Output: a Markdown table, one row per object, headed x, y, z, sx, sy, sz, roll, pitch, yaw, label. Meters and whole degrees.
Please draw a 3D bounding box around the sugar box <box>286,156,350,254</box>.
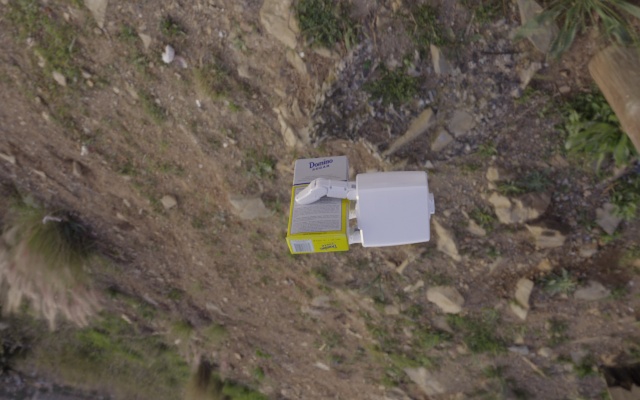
| x | y | z | sx | sy | sz | roll | pitch | yaw | label |
| --- | --- | --- | --- | --- | --- | --- | --- | --- | --- |
| 0.000 | 0.003 | 0.777 | 0.093 | 0.048 | 0.176 | -4 | 44 | 9 | sugar box |
